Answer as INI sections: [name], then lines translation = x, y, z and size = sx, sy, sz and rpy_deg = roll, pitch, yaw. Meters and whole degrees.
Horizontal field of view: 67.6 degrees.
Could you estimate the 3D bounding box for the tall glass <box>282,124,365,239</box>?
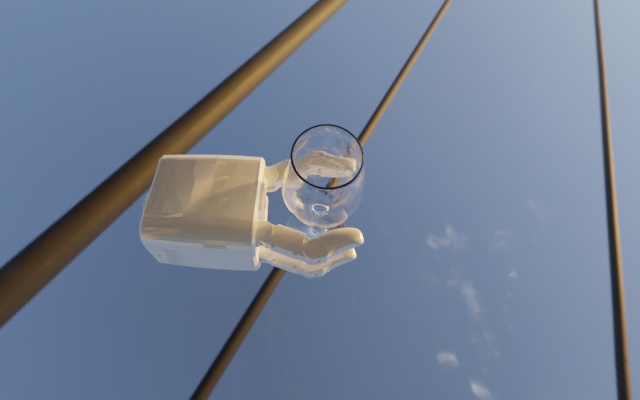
[tall glass]
translation = 0.000, 0.002, 0.486
size = 0.079, 0.079, 0.201
rpy_deg = 0, -23, -4
